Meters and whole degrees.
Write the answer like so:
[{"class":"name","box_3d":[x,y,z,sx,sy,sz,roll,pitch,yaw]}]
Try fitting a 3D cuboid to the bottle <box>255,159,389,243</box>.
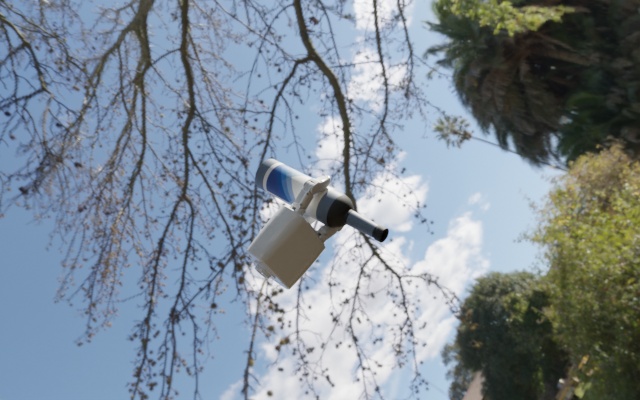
[{"class":"bottle","box_3d":[0.000,0.003,0.897,0.295,0.069,0.069,28,16,33]}]
